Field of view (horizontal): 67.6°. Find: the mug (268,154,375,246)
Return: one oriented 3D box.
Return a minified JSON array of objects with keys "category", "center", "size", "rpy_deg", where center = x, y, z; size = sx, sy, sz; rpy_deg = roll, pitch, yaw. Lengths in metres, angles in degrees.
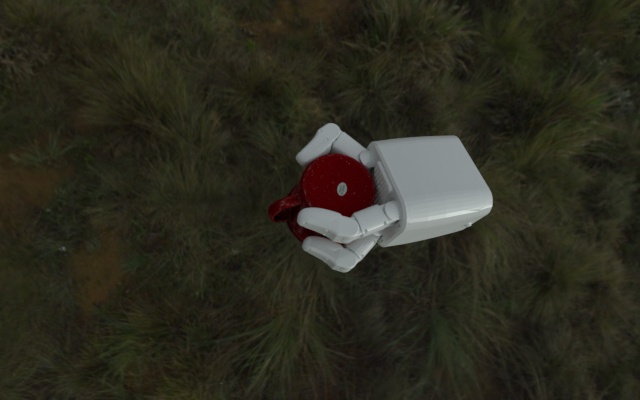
[{"category":"mug","center":[-0.001,0.002,0.525],"size":[0.117,0.093,0.081],"rpy_deg":[-8,-19,-16]}]
